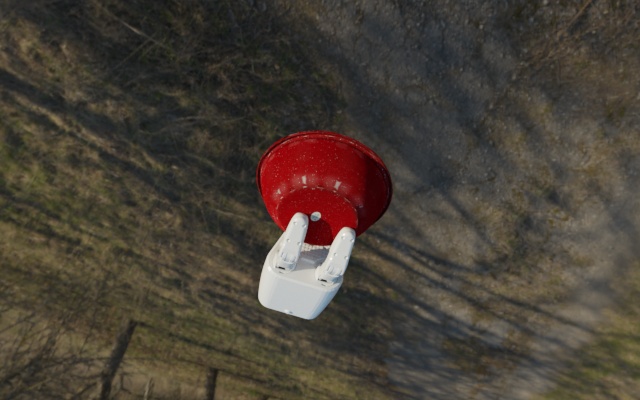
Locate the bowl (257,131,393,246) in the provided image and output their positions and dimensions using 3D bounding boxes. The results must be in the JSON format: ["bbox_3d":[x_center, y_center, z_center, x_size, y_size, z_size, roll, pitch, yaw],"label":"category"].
[{"bbox_3d":[0.000,0.001,0.544,0.162,0.162,0.055,0,42,11],"label":"bowl"}]
